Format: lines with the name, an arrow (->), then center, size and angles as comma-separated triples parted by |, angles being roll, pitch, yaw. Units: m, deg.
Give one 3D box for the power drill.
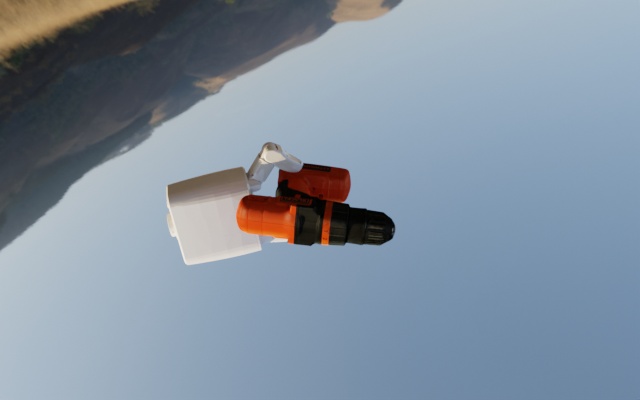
power drill -> 0.000, 0.002, 0.618 | 0.184, 0.057, 0.187 | 8, 17, 2
